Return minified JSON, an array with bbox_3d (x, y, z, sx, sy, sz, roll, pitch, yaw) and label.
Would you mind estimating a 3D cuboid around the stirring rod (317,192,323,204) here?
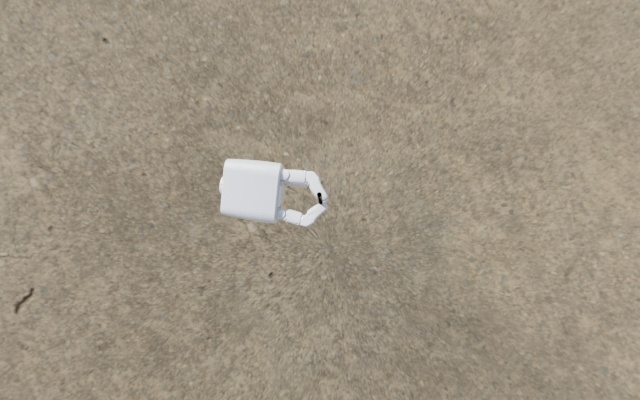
[{"bbox_3d":[0.000,0.003,0.891,0.011,0.011,0.239,0,-6,1],"label":"stirring rod"}]
